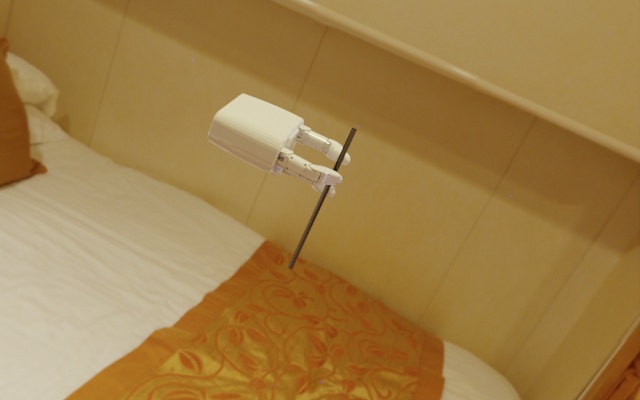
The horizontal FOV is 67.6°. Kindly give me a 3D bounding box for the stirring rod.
[{"bbox_3d":[0.000,0.002,0.714,0.011,0.239,0.011,22,18,-8],"label":"stirring rod"}]
